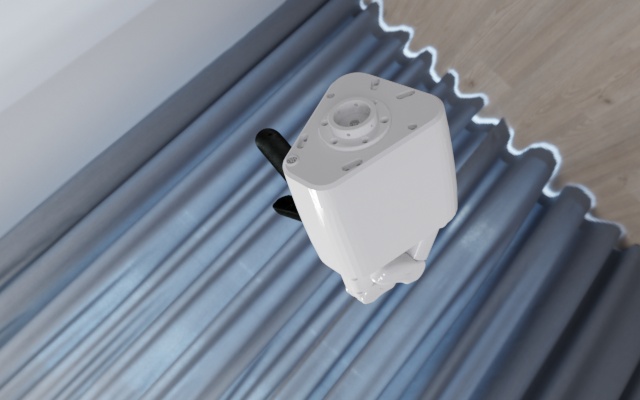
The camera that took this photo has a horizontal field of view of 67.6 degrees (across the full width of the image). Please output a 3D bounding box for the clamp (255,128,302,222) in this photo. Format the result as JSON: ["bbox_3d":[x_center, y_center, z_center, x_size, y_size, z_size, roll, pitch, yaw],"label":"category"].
[{"bbox_3d":[0.000,0.002,0.452,0.171,0.039,0.120,29,-24,35],"label":"clamp"}]
